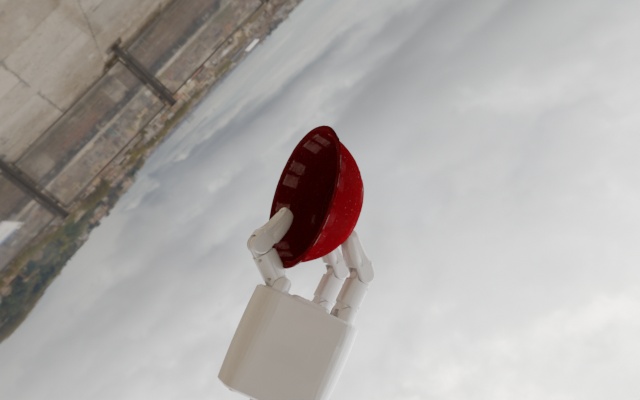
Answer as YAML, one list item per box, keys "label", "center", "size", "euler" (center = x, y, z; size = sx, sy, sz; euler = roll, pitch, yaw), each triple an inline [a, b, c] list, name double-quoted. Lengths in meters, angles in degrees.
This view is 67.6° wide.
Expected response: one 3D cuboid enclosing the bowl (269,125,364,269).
- label: "bowl"
  center: [0.001, 0.001, 0.530]
  size: [0.055, 0.162, 0.162]
  euler: [17, -8, -25]
